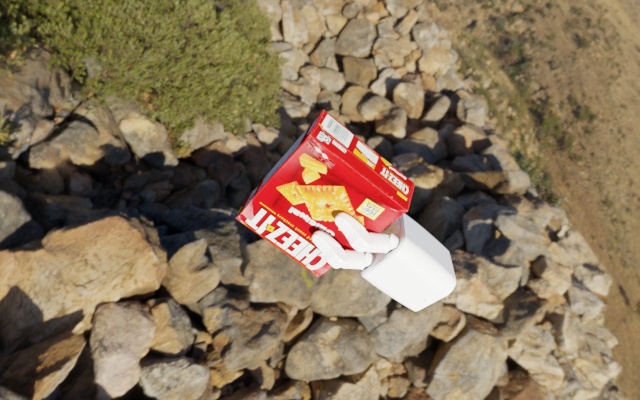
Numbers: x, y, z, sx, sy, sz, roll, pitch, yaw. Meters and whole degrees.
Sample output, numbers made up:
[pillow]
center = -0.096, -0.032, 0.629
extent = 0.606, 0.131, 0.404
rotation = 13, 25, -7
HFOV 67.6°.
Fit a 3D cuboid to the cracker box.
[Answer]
[cracker box]
center = 0.000, 0.002, 0.683
extent = 0.164, 0.072, 0.214
rotation = 37, -48, -11
